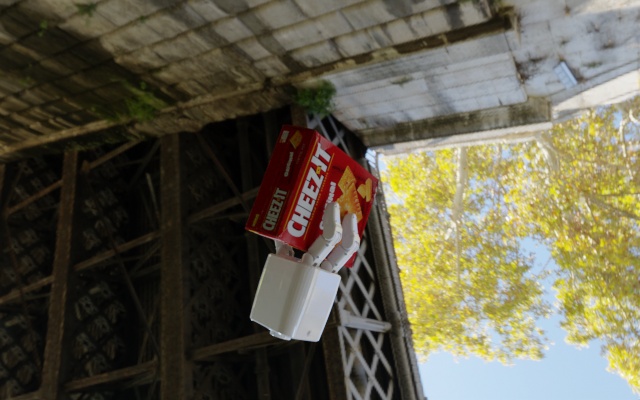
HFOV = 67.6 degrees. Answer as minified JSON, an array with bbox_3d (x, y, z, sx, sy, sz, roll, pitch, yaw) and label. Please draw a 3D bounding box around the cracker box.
[{"bbox_3d":[0.000,0.002,0.749,0.072,0.164,0.214,13,-10,36],"label":"cracker box"}]
